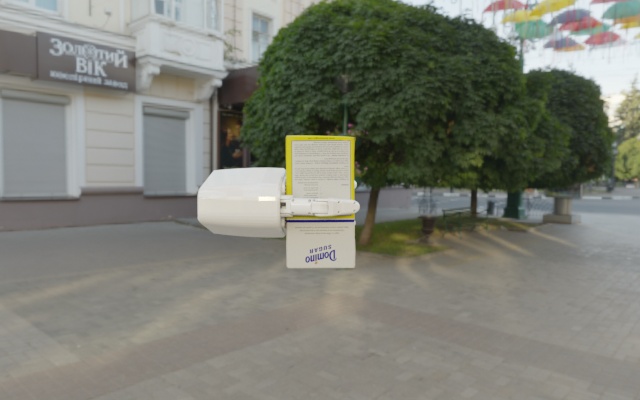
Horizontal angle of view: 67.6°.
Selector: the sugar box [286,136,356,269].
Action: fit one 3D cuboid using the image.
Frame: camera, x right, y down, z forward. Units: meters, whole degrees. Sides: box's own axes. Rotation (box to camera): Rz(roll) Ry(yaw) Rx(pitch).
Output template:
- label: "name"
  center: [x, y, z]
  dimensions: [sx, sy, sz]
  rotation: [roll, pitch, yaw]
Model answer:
- label: "sugar box"
  center: [0.000, 0.002, 0.646]
  dimensions: [0.093, 0.176, 0.048]
  rotation: [0, 3, 0]
